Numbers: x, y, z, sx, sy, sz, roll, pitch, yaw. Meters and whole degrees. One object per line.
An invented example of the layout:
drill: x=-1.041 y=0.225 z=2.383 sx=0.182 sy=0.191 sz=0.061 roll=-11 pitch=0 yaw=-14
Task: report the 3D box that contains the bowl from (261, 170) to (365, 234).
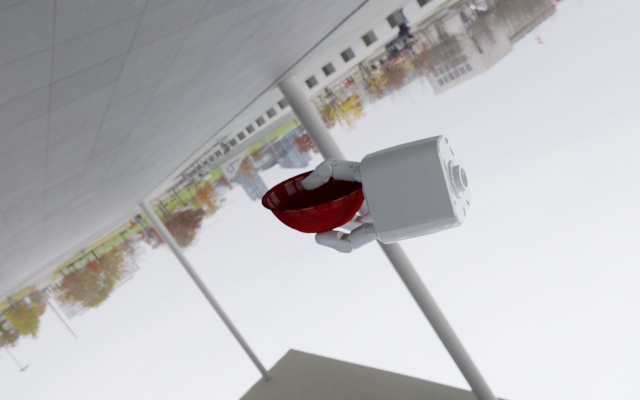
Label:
bowl: x=-0.001 y=0.003 z=0.682 sx=0.162 sy=0.055 sz=0.162 roll=-13 pitch=20 yaw=5
